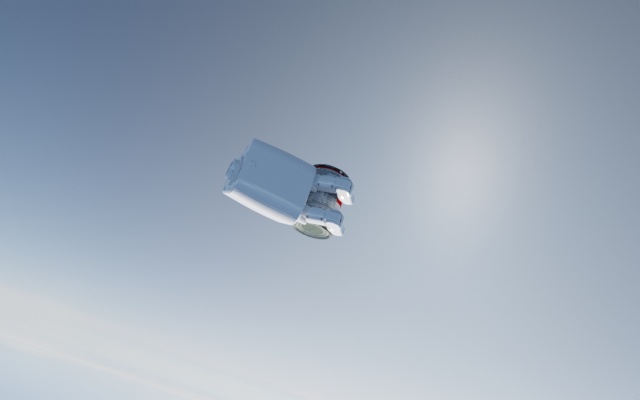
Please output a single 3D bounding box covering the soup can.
[{"bbox_3d":[0.000,0.003,0.756,0.068,0.102,0.068,15,-24,7],"label":"soup can"}]
